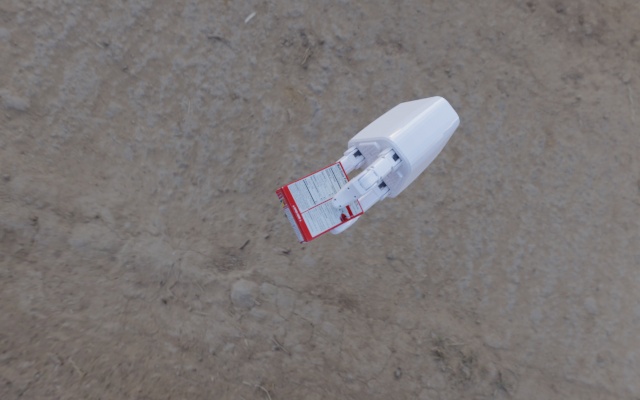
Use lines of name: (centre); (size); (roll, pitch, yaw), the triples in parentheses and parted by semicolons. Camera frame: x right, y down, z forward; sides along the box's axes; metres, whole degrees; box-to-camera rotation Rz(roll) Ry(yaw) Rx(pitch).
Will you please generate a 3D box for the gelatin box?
gelatin box: (0.000, 0.002, 0.590); (0.089, 0.073, 0.030); (-26, 1, -24)
